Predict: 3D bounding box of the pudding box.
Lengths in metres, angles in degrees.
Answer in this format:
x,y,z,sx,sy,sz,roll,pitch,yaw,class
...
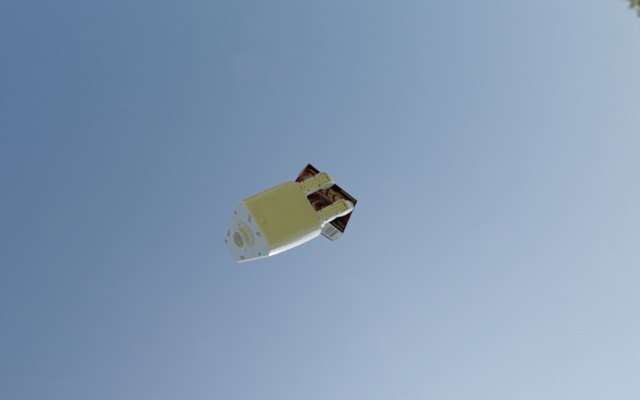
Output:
x,y,z,sx,sy,sz,roll,pitch,yaw,class
0.000,0.003,0.817,0.113,0.090,0.039,39,-46,-10,pudding box
